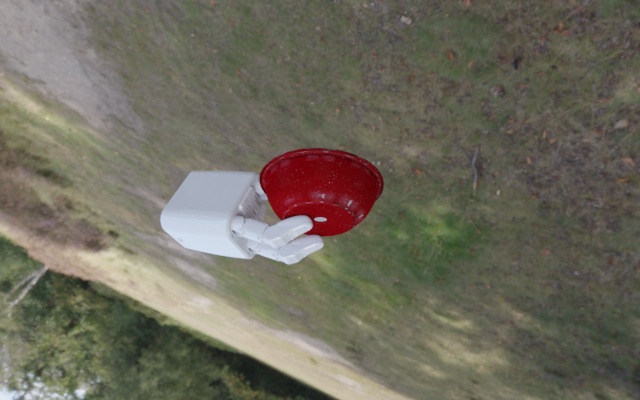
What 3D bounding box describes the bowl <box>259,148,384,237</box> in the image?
[{"bbox_3d":[0.001,0.002,0.605,0.162,0.055,0.162,2,-30,1],"label":"bowl"}]
